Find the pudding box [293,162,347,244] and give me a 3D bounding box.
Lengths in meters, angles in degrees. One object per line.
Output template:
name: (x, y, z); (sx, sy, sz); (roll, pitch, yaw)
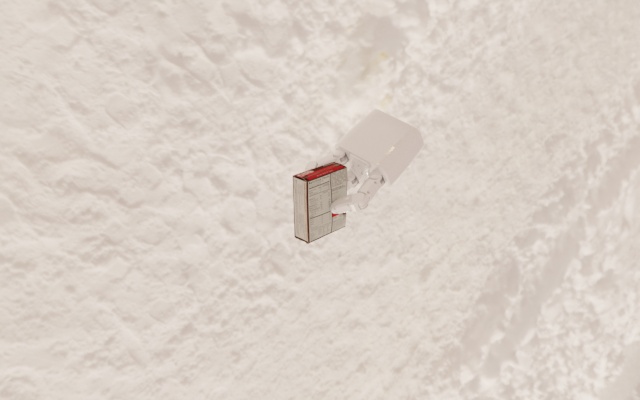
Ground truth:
pudding box: (0.000, 0.003, 0.773); (0.090, 0.113, 0.039); (-21, 30, -38)
